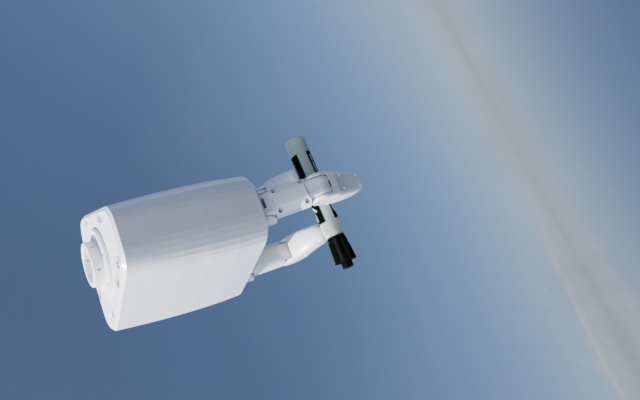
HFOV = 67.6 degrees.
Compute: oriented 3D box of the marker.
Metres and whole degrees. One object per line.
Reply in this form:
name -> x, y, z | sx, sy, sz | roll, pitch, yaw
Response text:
marker -> 0.000, 0.001, 0.407 | 0.020, 0.121, 0.020 | -22, -13, -5
